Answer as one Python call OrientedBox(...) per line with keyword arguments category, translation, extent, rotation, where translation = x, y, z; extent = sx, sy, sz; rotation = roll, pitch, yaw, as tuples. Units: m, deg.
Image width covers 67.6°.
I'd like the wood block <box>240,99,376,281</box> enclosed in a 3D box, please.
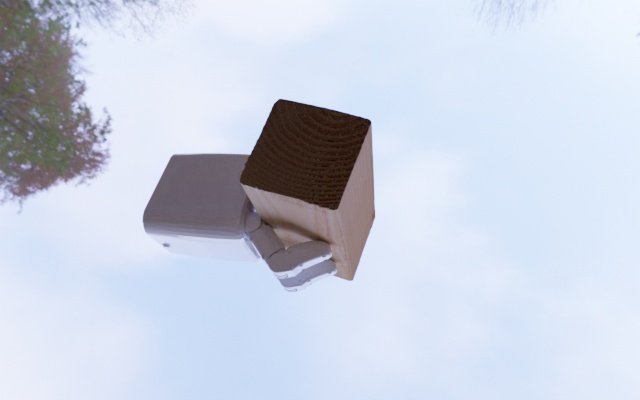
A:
OrientedBox(category="wood block", translation=(0.000, 0.001, 0.487), extent=(0.090, 0.090, 0.206), rotation=(16, -21, 14))
